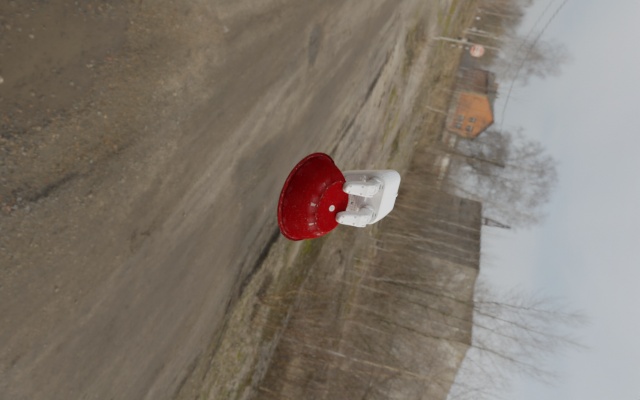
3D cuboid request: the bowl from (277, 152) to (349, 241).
[{"bbox_3d":[0.000,0.003,0.811,0.055,0.162,0.162,23,13,33],"label":"bowl"}]
